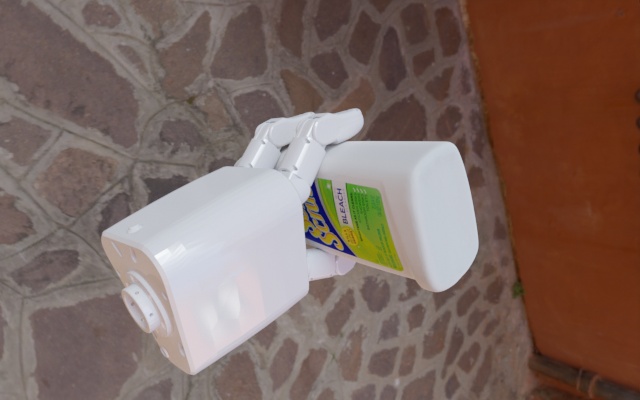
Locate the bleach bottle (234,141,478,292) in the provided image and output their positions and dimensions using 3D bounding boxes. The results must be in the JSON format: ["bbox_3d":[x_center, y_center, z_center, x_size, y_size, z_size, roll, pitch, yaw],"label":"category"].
[{"bbox_3d":[0.000,0.001,0.407,0.251,0.103,0.068,6,31,47],"label":"bleach bottle"}]
